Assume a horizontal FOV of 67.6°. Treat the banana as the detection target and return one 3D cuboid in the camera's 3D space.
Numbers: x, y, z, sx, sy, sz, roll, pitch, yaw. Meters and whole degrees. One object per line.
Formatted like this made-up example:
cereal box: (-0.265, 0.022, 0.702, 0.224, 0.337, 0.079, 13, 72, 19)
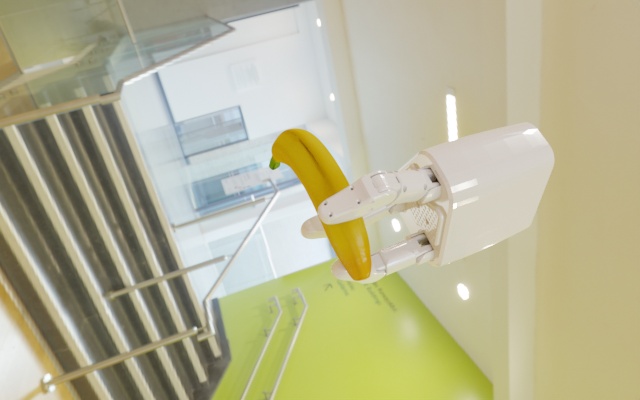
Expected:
banana: (-0.003, -0.015, 0.424, 0.037, 0.070, 0.197, -18, 40, -16)
